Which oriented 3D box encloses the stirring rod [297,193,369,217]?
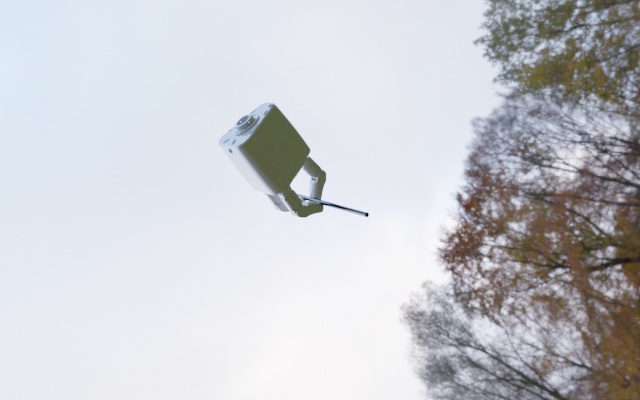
[{"bbox_3d":[0.000,0.003,0.823,0.011,0.011,0.239,0,9,-37],"label":"stirring rod"}]
